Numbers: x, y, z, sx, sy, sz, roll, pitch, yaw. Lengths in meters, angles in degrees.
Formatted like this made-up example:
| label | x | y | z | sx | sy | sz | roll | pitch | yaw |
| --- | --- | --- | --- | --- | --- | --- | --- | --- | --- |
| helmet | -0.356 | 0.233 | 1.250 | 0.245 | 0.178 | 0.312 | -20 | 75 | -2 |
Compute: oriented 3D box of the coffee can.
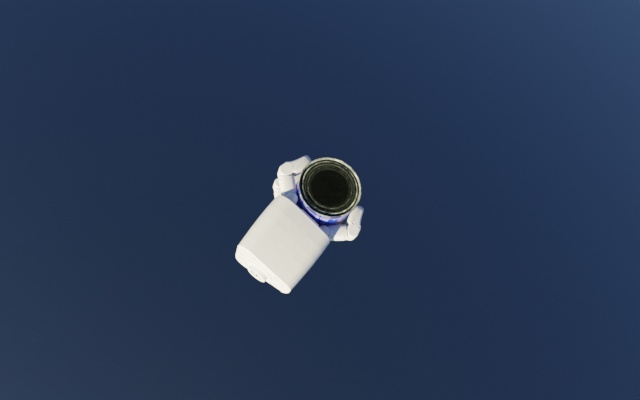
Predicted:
| label | x | y | z | sx | sy | sz | roll | pitch | yaw |
| --- | --- | --- | --- | --- | --- | --- | --- | --- | --- |
| coffee can | 0.000 | 0.003 | 0.812 | 0.103 | 0.102 | 0.140 | 0 | -21 | -14 |
